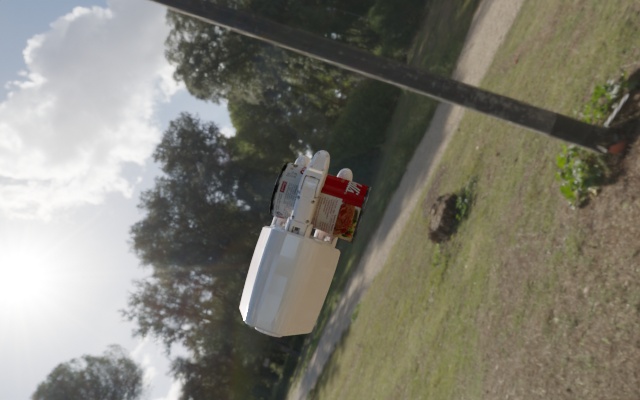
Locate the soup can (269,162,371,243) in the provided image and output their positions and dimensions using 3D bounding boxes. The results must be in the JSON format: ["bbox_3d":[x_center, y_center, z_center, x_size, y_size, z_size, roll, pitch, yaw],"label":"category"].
[{"bbox_3d":[0.000,0.001,0.551,0.102,0.068,0.068,18,2,5],"label":"soup can"}]
